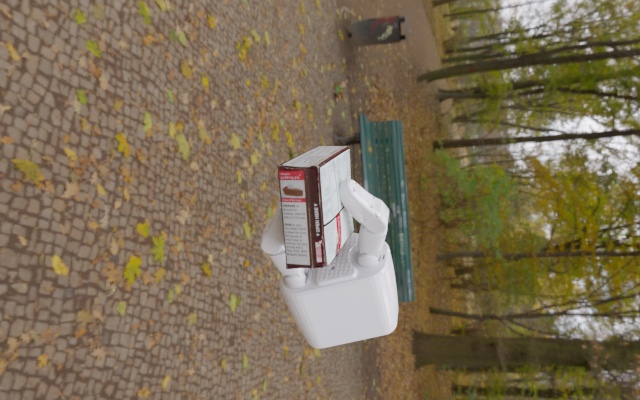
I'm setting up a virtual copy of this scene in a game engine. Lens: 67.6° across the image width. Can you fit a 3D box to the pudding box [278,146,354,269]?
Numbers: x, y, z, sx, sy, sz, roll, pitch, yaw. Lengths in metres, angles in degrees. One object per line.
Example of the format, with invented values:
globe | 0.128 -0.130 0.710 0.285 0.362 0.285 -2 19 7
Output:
pudding box | 0.000 0.001 0.434 0.039 0.090 0.113 -1 14 15
